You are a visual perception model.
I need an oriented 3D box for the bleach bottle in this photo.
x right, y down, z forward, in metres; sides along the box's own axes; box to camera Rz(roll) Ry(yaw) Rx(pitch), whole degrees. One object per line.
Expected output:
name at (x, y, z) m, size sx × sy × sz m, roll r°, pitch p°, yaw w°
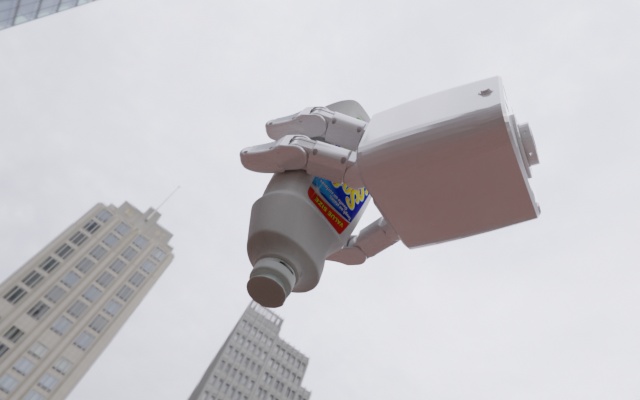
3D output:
bleach bottle at (0.000, 0.001, 0.421) m, size 0.068 × 0.103 × 0.250 m, roll -16°, pitch 26°, yaw 26°
